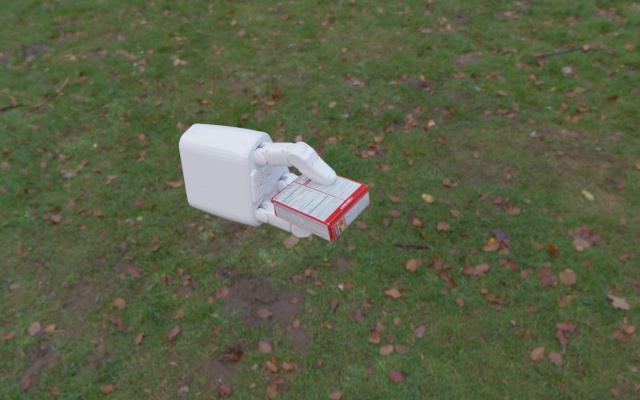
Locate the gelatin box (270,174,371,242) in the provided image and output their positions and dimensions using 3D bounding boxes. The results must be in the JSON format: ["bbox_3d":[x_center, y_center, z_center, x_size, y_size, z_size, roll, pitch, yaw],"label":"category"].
[{"bbox_3d":[0.000,0.002,0.543,0.089,0.030,0.073,21,49,35],"label":"gelatin box"}]
